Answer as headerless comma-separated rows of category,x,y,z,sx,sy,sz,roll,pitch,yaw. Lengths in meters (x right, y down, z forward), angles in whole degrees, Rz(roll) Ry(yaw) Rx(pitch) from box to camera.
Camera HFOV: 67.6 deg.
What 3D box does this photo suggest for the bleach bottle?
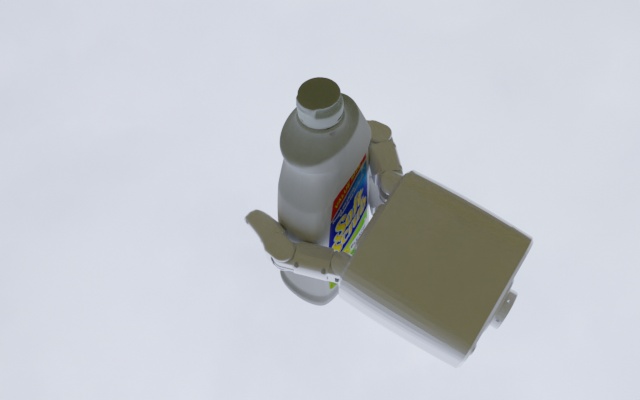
bleach bottle,0.000,0.001,0.408,0.068,0.102,0.251,32,-24,20
